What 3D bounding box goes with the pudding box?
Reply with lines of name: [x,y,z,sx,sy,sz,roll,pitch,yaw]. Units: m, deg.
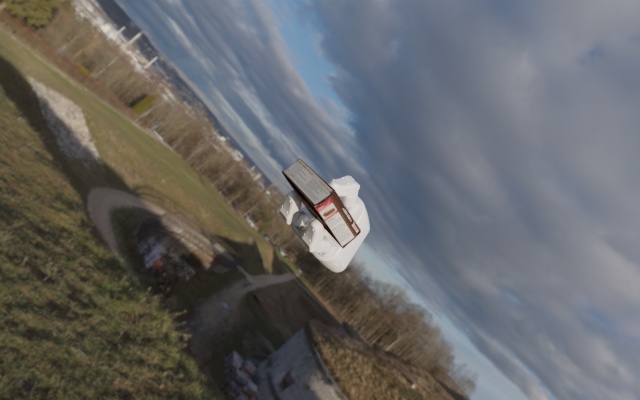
pudding box: [0.000,0.002,0.662,0.039,0.090,0.113,-40,38,-6]
